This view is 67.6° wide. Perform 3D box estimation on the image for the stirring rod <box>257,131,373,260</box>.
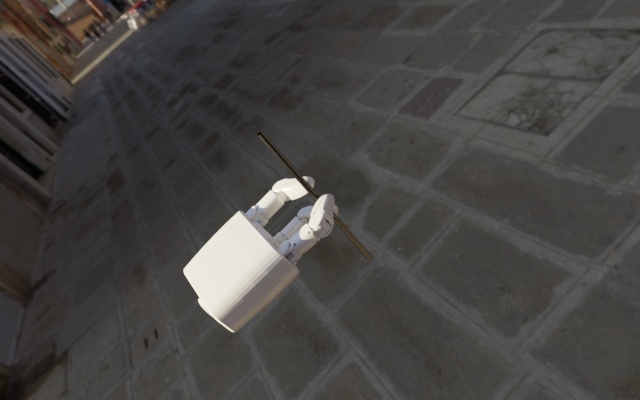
[{"bbox_3d":[0.000,0.002,0.598,0.011,0.011,0.240,0,-40,48],"label":"stirring rod"}]
